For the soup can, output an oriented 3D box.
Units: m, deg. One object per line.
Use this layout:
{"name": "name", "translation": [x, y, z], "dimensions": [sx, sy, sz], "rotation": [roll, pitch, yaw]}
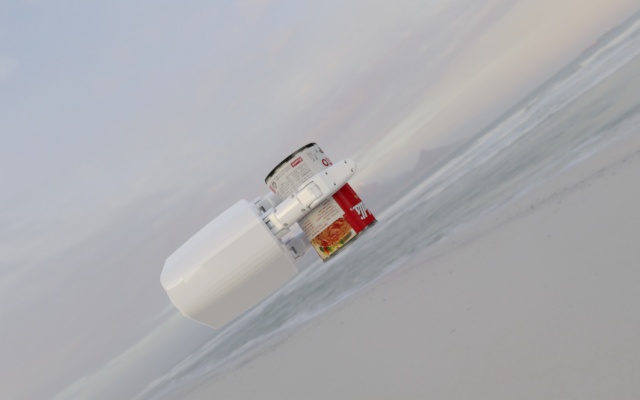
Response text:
{"name": "soup can", "translation": [0.000, 0.001, 0.478], "dimensions": [0.068, 0.102, 0.068], "rotation": [-37, -5, -4]}
